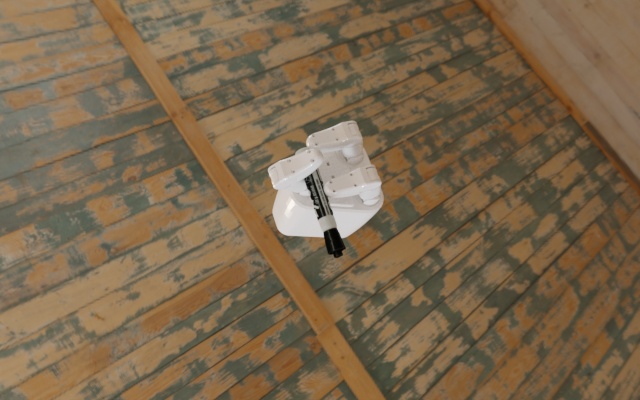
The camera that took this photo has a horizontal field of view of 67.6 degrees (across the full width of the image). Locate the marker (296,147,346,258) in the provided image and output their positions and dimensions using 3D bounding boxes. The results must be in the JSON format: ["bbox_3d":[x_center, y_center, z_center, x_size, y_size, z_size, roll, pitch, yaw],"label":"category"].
[{"bbox_3d":[0.000,0.002,0.494,0.020,0.121,0.020,-17,-18,-6],"label":"marker"}]
